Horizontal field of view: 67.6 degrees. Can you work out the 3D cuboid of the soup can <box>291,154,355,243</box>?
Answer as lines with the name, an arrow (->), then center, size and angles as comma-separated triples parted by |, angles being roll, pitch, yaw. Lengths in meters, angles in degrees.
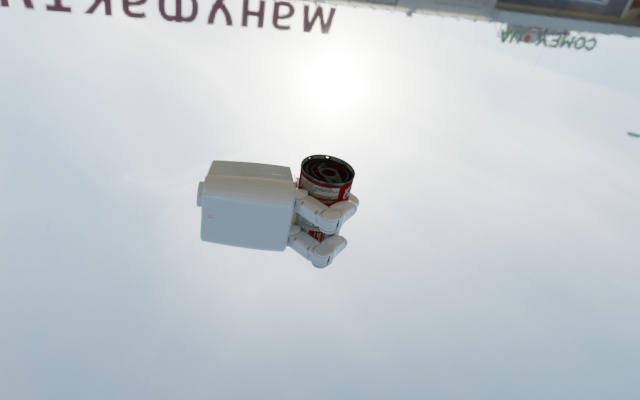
soup can -> 0.001, 0.002, 0.609 | 0.068, 0.102, 0.068 | 9, 34, -6
